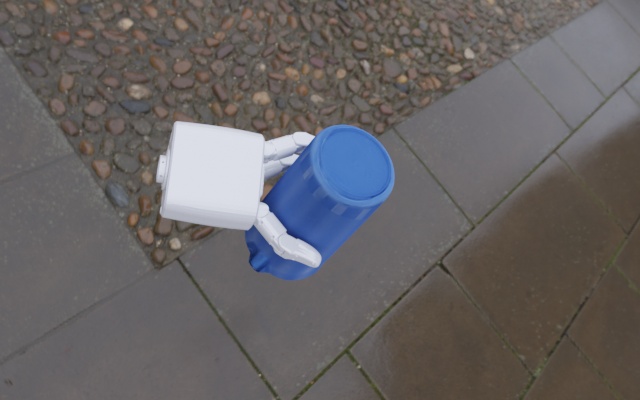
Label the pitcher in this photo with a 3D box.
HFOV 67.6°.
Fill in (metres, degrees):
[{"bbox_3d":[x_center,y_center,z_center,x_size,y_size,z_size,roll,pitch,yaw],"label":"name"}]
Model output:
[{"bbox_3d":[0.000,0.002,0.636,0.145,0.149,0.243,10,-29,-21],"label":"pitcher"}]
